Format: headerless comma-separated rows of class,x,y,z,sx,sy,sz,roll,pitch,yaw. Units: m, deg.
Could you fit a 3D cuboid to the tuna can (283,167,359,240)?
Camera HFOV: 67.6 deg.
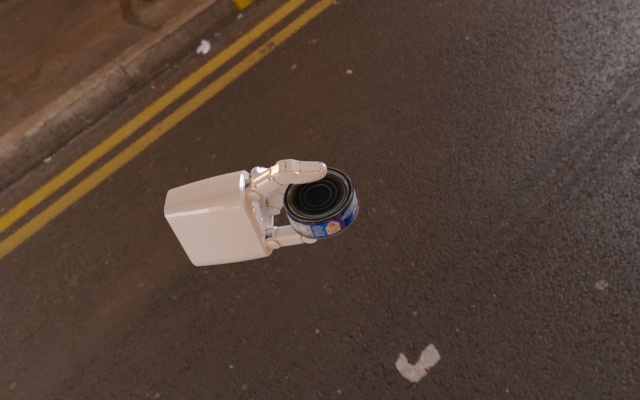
tuna can,0.000,0.001,0.561,0.086,0.086,0.034,0,-39,16
